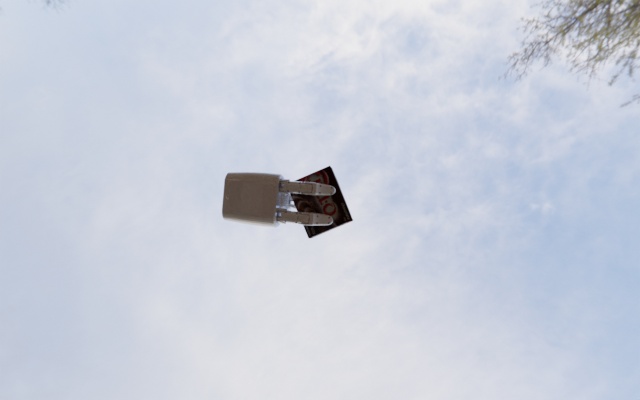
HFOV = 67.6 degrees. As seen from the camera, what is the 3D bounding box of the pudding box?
[{"bbox_3d":[0.000,0.003,0.894,0.090,0.113,0.039,-23,-4,7],"label":"pudding box"}]
